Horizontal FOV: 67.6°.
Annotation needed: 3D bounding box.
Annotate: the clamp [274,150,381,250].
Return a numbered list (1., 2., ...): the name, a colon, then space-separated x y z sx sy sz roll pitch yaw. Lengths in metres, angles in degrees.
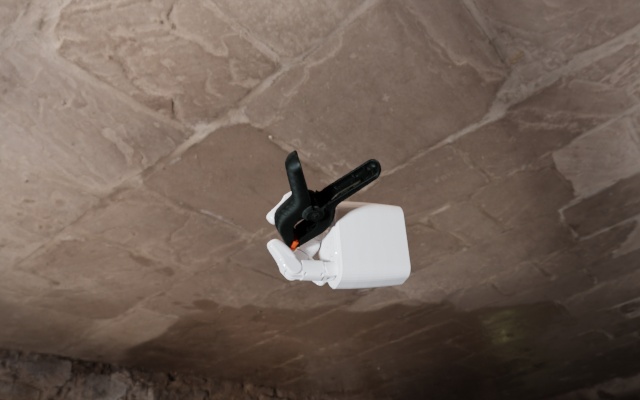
1. clamp: 0.000 0.003 0.593 0.120 0.039 0.172 2 -37 -17
